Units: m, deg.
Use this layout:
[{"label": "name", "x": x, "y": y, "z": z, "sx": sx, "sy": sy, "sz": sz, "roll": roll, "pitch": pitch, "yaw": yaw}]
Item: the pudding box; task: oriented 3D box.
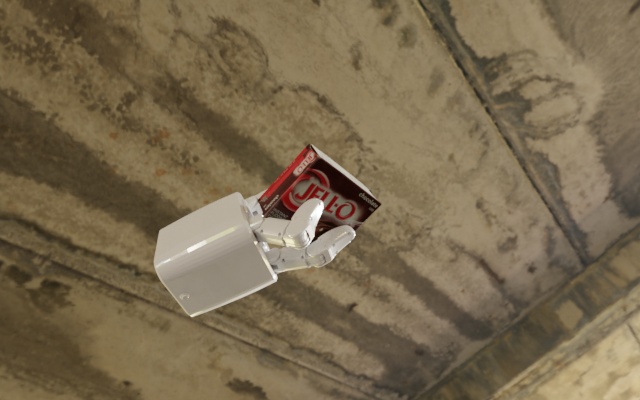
[{"label": "pudding box", "x": 0.000, "y": 0.002, "z": 0.539, "sx": 0.113, "sy": 0.090, "sz": 0.039, "roll": 33, "pitch": 18, "yaw": -39}]
